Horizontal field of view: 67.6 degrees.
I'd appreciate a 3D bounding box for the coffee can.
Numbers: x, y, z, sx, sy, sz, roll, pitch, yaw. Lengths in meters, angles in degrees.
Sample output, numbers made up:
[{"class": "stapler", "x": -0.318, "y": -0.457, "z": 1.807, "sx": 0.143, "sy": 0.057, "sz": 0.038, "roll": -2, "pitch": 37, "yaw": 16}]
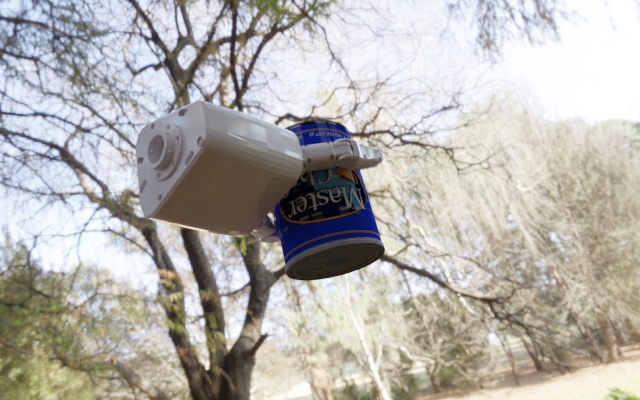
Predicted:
[{"class": "coffee can", "x": 0.000, "y": 0.002, "z": 0.506, "sx": 0.103, "sy": 0.140, "sz": 0.103, "roll": -12, "pitch": -24, "yaw": -5}]
